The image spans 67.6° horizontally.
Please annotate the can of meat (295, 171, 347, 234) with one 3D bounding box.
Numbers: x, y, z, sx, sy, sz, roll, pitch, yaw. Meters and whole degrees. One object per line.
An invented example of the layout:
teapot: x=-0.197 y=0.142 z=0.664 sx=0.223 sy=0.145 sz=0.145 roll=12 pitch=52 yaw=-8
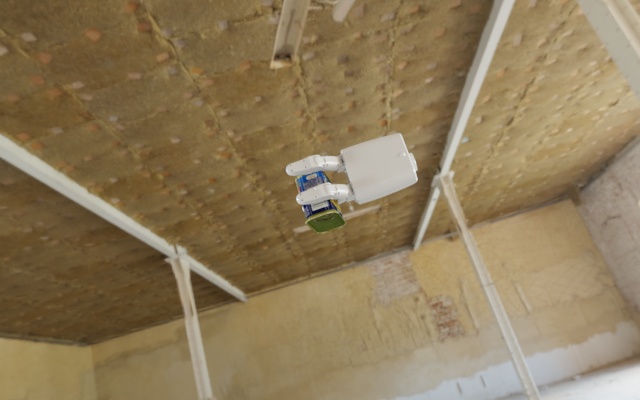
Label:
can of meat: x=0.000 y=0.002 z=0.822 sx=0.057 sy=0.084 sz=0.102 roll=-19 pitch=-20 yaw=9
